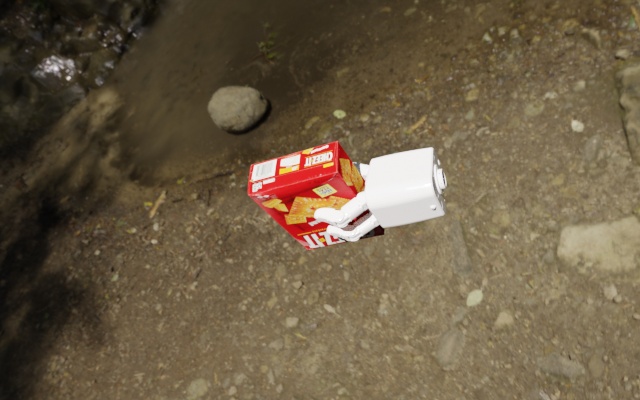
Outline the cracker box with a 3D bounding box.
[{"bbox_3d":[0.000,0.002,0.829,0.164,0.072,0.214,-13,-36,23],"label":"cracker box"}]
